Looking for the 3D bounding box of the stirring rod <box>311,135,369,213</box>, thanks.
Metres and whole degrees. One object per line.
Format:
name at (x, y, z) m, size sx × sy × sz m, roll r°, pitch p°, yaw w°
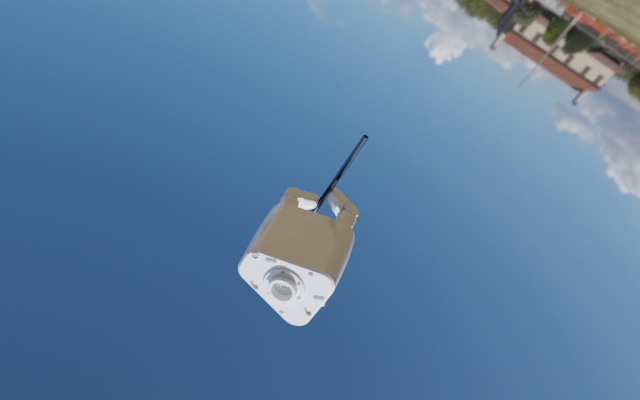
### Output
stirring rod at (0.000, 0.002, 0.679) m, size 0.011 × 0.240 × 0.011 m, roll 24°, pitch 33°, yaw -17°
